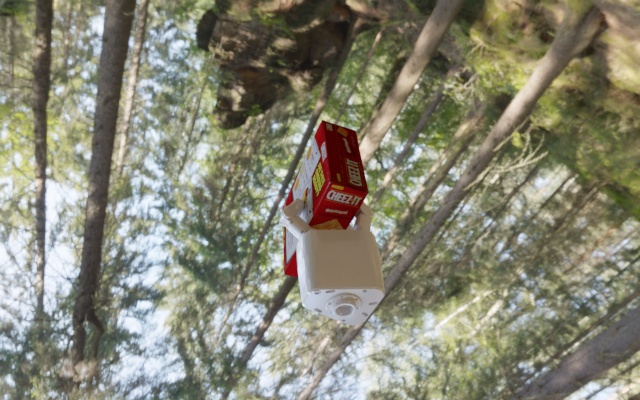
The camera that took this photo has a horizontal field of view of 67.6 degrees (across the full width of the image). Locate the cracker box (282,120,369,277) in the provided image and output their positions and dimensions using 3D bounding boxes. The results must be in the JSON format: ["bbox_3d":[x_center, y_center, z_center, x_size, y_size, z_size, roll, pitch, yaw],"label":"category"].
[{"bbox_3d":[0.000,0.003,0.798,0.072,0.214,0.164,14,40,-17],"label":"cracker box"}]
